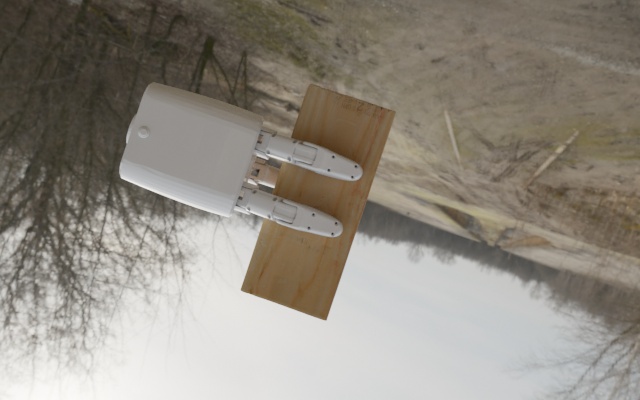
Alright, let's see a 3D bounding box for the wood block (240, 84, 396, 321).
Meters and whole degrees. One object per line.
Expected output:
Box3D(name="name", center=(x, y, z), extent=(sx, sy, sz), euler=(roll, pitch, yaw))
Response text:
Box3D(name="wood block", center=(0.000, 0.002, 0.490), extent=(0.090, 0.206, 0.091), euler=(19, 0, 3))
